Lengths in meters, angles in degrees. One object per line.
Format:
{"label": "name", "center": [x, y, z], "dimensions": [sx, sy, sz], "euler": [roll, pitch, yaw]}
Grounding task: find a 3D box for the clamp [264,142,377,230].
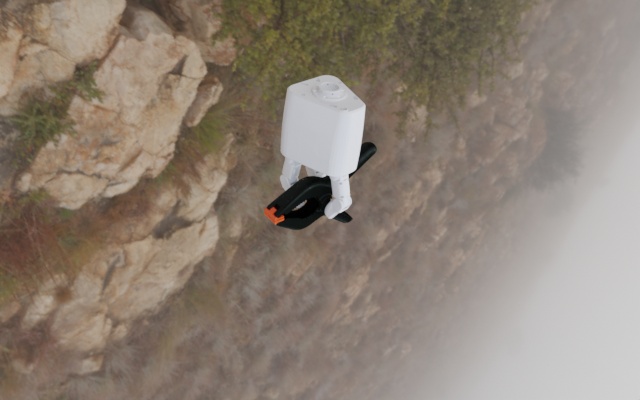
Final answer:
{"label": "clamp", "center": [0.000, 0.003, 0.769], "dimensions": [0.210, 0.165, 0.036], "euler": [-26, 52, -34]}
